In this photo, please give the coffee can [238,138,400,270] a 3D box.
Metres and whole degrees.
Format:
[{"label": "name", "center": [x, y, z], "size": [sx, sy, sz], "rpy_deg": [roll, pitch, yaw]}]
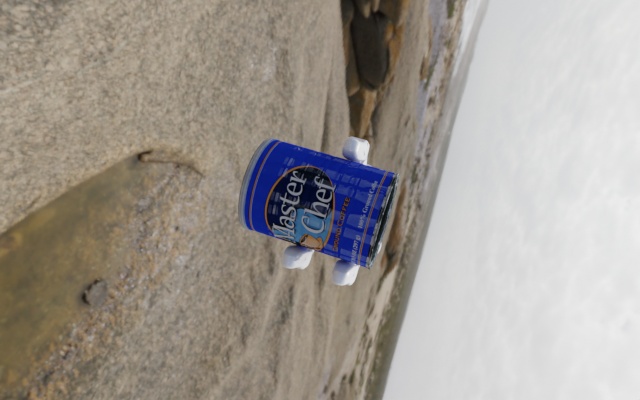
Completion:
[{"label": "coffee can", "center": [0.000, 0.001, 0.499], "size": [0.140, 0.103, 0.103], "rpy_deg": [17, 4, 12]}]
